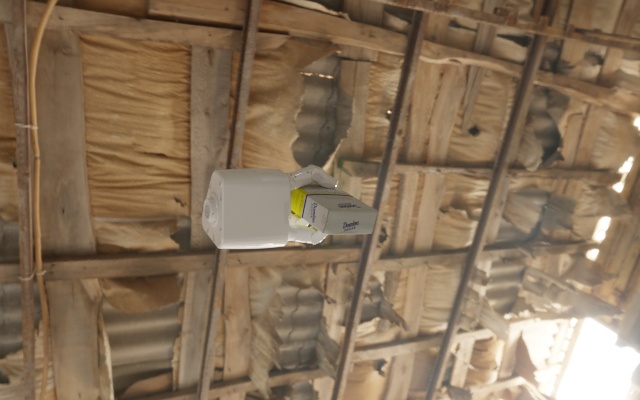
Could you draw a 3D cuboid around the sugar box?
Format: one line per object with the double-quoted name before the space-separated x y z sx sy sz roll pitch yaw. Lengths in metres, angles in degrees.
"sugar box" 0.000 0.003 0.762 0.093 0.048 0.176 2 21 -33
